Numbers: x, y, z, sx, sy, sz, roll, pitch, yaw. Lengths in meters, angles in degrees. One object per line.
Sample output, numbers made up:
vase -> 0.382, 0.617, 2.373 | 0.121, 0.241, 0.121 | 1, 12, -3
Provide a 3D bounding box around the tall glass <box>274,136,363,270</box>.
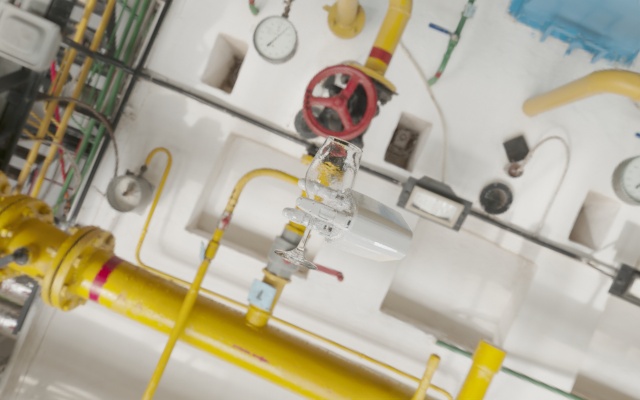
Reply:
tall glass -> 0.000, 0.003, 0.749 | 0.079, 0.201, 0.079 | 23, 1, 0
